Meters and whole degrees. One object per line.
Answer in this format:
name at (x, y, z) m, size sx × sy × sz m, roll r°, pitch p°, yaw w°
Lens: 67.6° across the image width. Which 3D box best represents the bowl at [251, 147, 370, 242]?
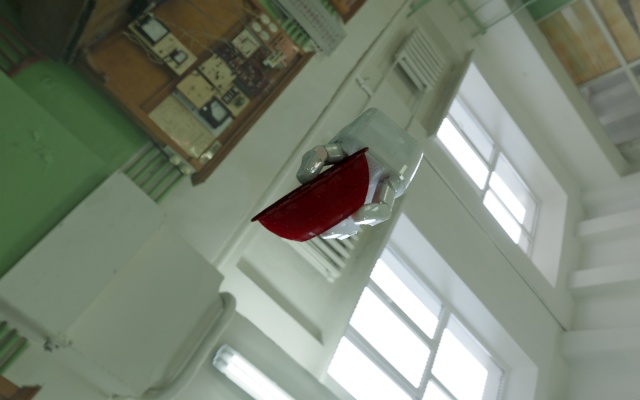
bowl at (-0.001, 0.003, 0.561) m, size 0.162 × 0.055 × 0.162 m, roll -31°, pitch 4°, yaw 3°
